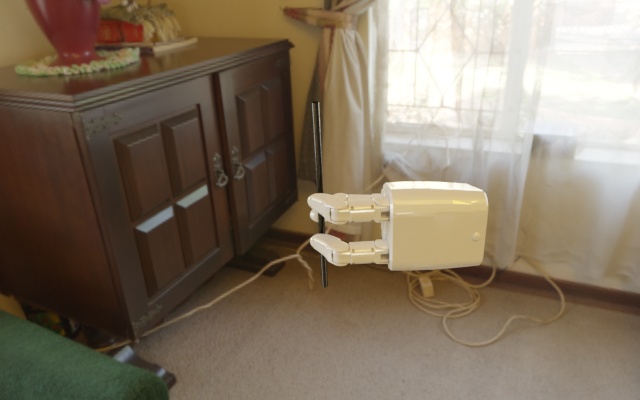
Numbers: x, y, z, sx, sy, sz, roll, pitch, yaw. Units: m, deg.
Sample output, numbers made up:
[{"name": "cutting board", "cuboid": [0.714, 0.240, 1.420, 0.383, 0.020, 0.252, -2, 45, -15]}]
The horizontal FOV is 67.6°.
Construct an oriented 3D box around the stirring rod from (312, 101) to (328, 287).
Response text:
[{"name": "stirring rod", "cuboid": [0.000, 0.002, 0.572, 0.011, 0.240, 0.011, -3, 25, 1]}]
